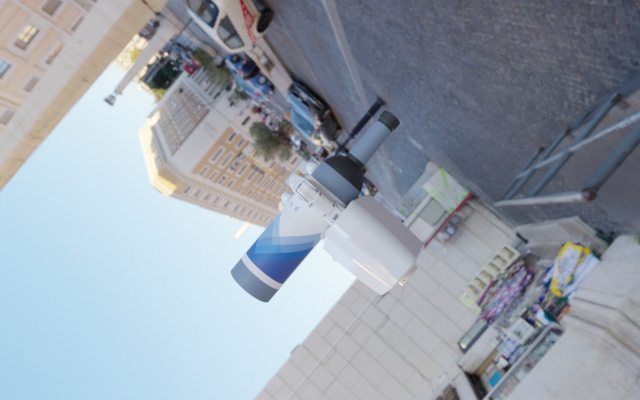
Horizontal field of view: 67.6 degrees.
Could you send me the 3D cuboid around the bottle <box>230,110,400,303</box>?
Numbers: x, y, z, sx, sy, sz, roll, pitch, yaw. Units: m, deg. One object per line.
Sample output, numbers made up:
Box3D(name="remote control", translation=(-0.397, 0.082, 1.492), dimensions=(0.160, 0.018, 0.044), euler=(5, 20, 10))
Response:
Box3D(name="bottle", translation=(0.000, 0.002, 0.633), dimensions=(0.069, 0.296, 0.069), euler=(40, 2, -2))
